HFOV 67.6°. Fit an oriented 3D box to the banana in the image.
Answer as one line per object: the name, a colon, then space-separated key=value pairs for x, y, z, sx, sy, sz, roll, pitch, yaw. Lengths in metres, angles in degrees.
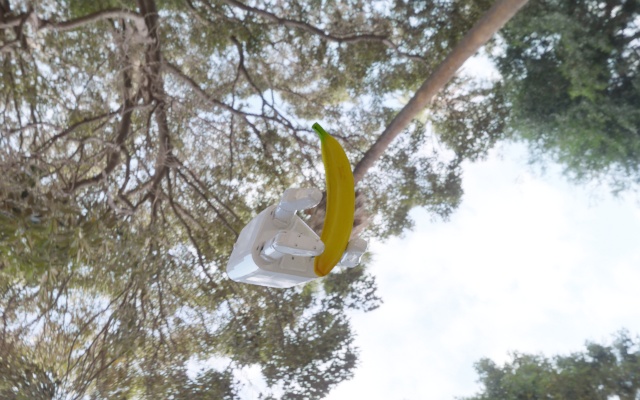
banana: x=0.015 y=0.001 z=0.614 sx=0.069 sy=0.197 sz=0.037 roll=8 pitch=-19 yaw=-34
